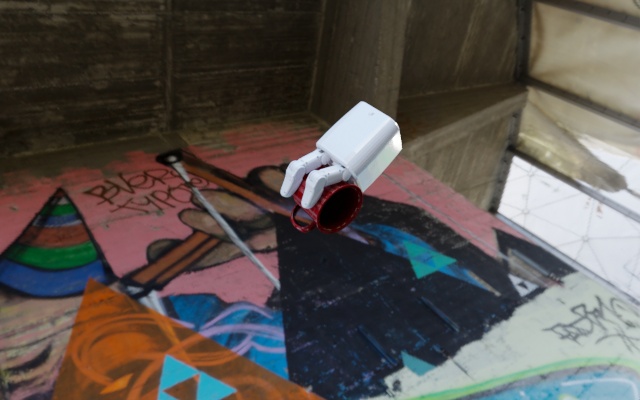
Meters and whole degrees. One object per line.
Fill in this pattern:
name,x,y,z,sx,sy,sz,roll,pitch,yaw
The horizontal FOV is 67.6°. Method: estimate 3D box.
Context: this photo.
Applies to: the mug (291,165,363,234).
mug,-0.001,0.004,0.783,0.081,0.117,0.093,42,-6,38
